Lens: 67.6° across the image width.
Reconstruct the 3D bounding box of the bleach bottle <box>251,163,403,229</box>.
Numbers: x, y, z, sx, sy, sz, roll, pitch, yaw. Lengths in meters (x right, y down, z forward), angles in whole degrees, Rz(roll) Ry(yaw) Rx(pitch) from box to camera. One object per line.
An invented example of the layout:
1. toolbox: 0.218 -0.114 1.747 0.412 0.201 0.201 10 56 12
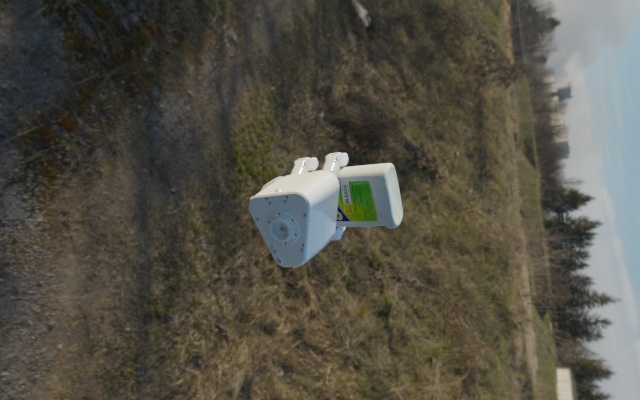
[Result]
1. bleach bottle: 0.000 0.002 0.779 0.251 0.102 0.068 -6 14 24
